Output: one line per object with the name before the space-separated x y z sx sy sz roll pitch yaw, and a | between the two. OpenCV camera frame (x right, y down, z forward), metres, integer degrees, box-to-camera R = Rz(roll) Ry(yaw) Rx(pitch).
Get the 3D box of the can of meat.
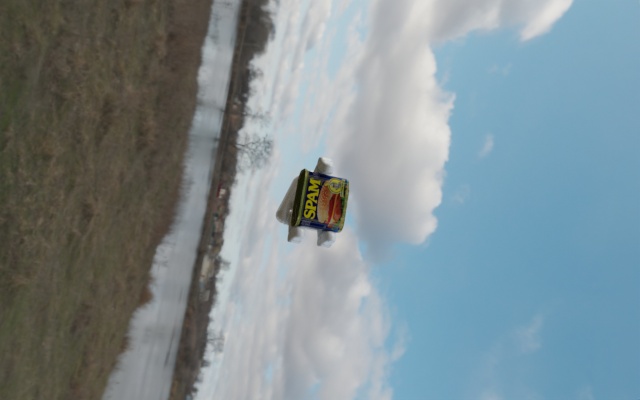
can of meat | 0.000 0.003 0.838 0.084 0.102 0.057 12 -8 -14
